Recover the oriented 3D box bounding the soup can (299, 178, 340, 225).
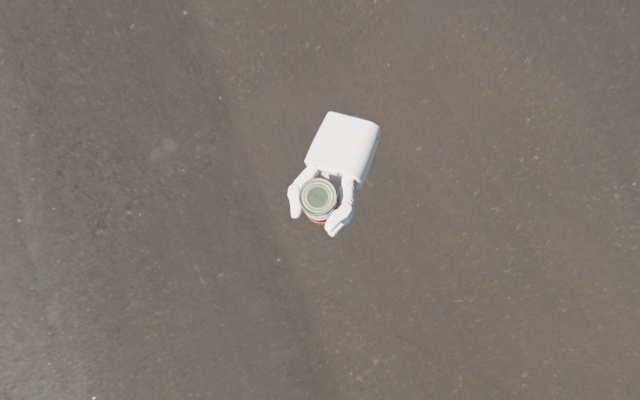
[{"bbox_3d":[0.000,0.003,0.849,0.068,0.068,0.102,0,-11,5],"label":"soup can"}]
